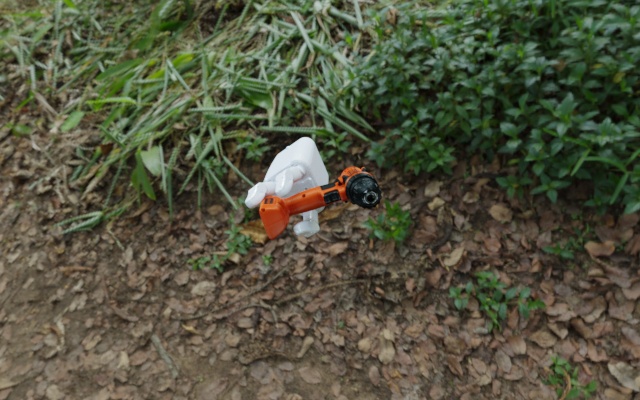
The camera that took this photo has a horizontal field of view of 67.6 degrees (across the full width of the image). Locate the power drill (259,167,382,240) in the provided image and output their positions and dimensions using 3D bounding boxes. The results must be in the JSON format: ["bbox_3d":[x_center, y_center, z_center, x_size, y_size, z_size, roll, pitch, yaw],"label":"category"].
[{"bbox_3d":[0.000,0.003,0.759,0.187,0.057,0.184,-18,10,0],"label":"power drill"}]
